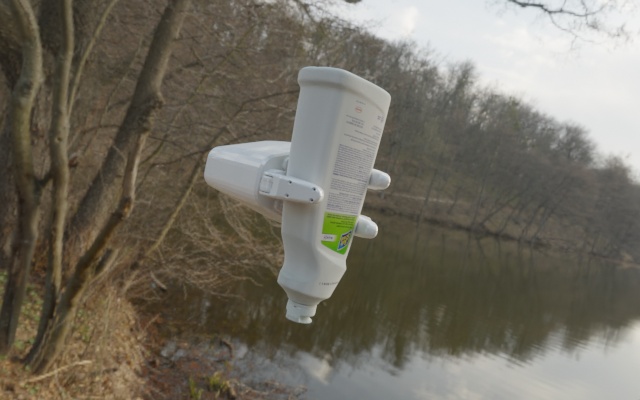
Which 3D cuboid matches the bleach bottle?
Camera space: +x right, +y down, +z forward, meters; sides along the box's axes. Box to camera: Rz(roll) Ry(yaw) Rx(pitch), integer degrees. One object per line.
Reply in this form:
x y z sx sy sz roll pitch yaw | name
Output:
0.000 0.002 0.489 0.068 0.251 0.102 16 4 42 | bleach bottle
